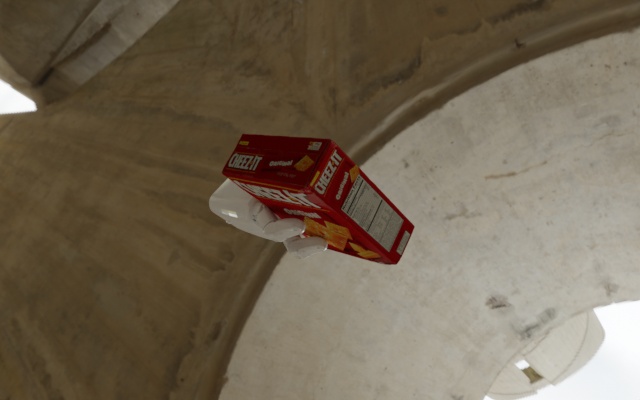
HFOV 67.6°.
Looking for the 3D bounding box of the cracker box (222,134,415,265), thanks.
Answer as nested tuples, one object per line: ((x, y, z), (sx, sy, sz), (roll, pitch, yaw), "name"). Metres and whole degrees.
((0.000, 0.002, 0.632), (0.164, 0.072, 0.214), (10, -22, 44), "cracker box")
